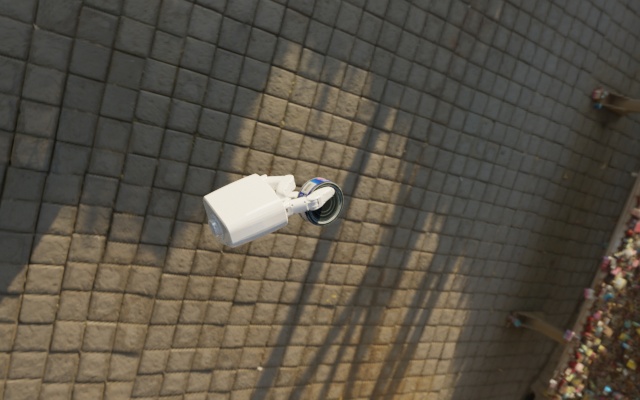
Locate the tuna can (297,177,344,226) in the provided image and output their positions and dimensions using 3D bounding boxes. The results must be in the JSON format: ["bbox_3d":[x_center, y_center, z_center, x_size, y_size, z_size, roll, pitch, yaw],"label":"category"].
[{"bbox_3d":[0.001,0.003,0.877,0.086,0.086,0.033,0,14,-36],"label":"tuna can"}]
